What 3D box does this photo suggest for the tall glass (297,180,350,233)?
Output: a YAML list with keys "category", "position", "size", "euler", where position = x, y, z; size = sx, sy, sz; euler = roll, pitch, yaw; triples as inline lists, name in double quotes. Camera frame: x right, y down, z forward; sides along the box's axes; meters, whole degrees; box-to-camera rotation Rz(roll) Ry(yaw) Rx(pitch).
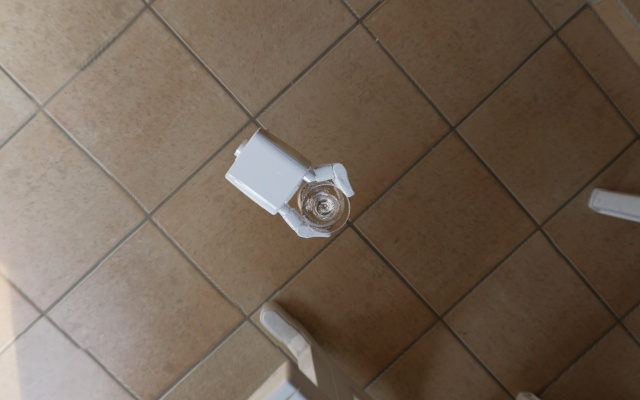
- category: "tall glass"
  position: [0.000, 0.003, 0.812]
  size: [0.079, 0.079, 0.201]
  euler: [0, 5, -4]
